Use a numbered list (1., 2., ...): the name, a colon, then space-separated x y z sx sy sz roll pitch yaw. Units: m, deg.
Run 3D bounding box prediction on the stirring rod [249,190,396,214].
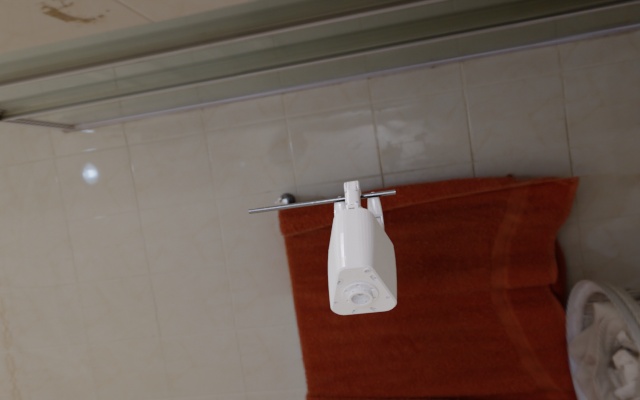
1. stirring rod: 0.000 0.003 0.770 0.239 0.011 0.011 -8 -1 9
